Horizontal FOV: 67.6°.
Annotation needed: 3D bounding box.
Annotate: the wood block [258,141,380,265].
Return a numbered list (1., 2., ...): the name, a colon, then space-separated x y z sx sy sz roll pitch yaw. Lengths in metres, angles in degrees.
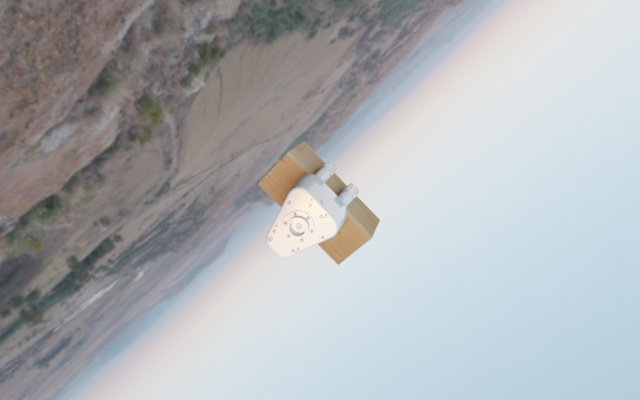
1. wood block: 0.000 0.003 0.871 0.091 0.206 0.090 -42 3 26
